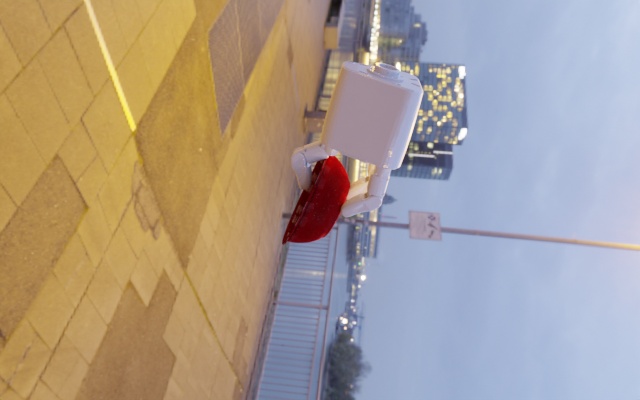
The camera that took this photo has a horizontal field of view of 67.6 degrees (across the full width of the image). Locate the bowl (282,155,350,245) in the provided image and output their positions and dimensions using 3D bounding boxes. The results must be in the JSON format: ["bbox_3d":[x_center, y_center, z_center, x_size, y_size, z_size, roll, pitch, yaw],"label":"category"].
[{"bbox_3d":[0.000,0.003,0.712,0.055,0.162,0.162,25,-3,-6],"label":"bowl"}]
